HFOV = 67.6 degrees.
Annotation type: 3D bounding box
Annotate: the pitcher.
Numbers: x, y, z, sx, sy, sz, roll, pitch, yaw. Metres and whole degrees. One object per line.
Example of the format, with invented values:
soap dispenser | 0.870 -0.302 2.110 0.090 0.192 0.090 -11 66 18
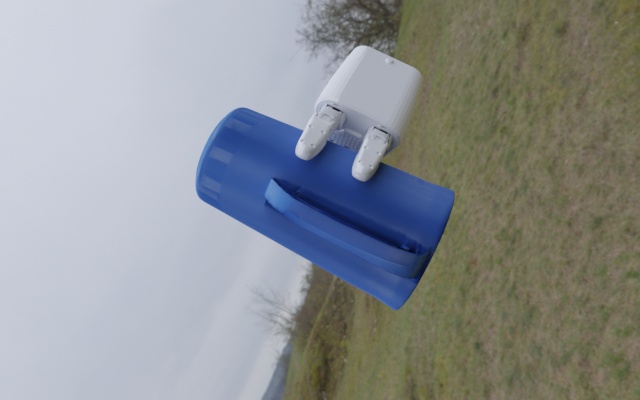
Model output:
pitcher | 0.000 0.001 0.480 0.243 0.145 0.149 25 -33 4
